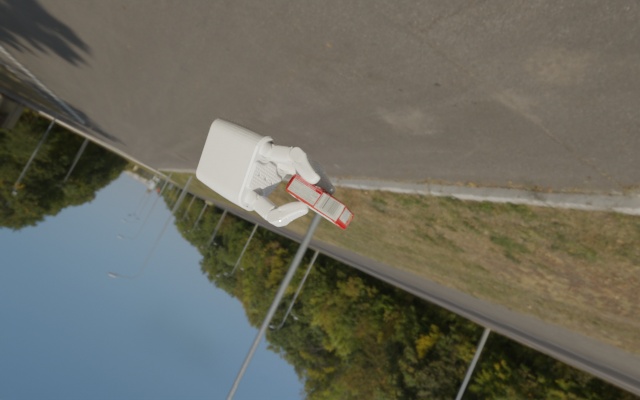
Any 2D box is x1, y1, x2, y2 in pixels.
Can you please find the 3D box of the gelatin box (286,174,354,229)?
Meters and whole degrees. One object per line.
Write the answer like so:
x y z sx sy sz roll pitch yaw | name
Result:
0.000 0.003 0.678 0.089 0.030 0.073 33 -3 17 | gelatin box
